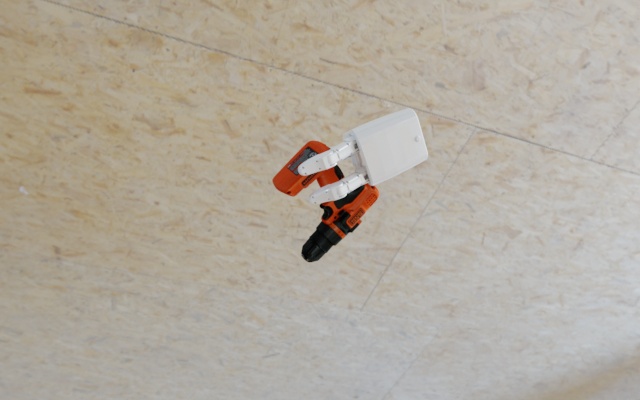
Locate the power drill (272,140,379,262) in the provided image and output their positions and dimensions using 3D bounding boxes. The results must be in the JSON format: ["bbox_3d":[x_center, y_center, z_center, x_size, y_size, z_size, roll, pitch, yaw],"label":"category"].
[{"bbox_3d":[0.000,0.002,0.819,0.057,0.184,0.188,37,-8,45],"label":"power drill"}]
